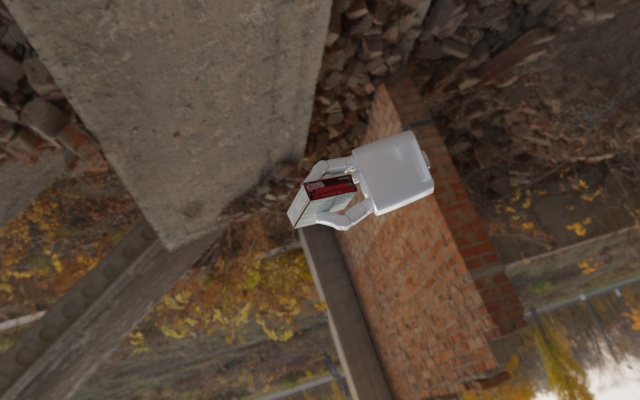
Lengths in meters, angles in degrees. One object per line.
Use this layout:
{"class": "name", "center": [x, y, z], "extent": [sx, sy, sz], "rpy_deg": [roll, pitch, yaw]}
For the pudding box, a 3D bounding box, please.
{"class": "pudding box", "center": [0.000, 0.003, 0.808], "extent": [0.090, 0.039, 0.113], "rpy_deg": [-11, -25, -25]}
